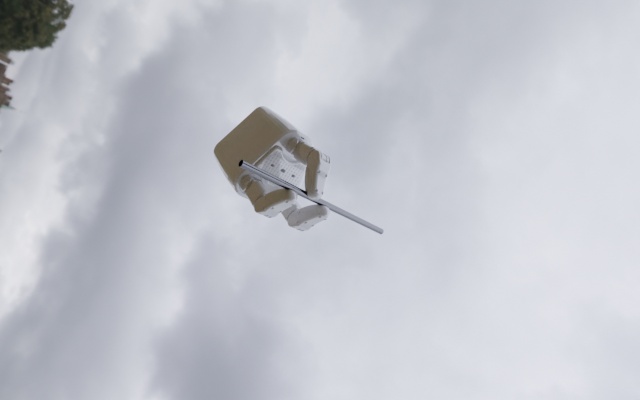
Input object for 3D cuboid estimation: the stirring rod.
[{"bbox_3d":[0.000,0.002,0.573,0.239,0.011,0.011,26,-18,-40],"label":"stirring rod"}]
